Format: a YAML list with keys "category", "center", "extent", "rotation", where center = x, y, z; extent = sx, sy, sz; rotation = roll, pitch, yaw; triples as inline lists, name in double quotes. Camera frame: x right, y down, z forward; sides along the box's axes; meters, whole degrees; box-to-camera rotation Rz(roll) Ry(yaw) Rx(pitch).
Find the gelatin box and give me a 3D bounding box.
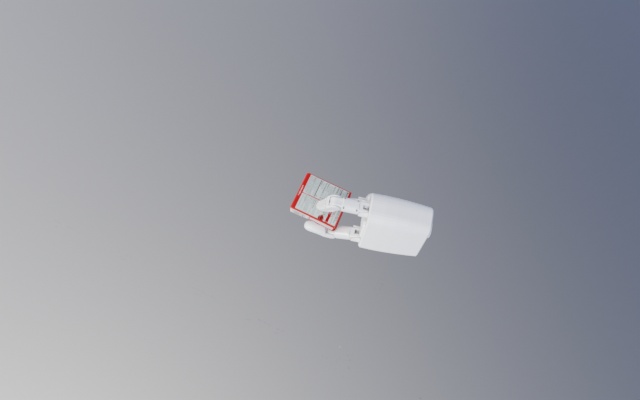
- category: "gelatin box"
  center: [0.000, 0.003, 0.846]
  extent: [0.089, 0.073, 0.030]
  rotation: [25, -17, 0]
